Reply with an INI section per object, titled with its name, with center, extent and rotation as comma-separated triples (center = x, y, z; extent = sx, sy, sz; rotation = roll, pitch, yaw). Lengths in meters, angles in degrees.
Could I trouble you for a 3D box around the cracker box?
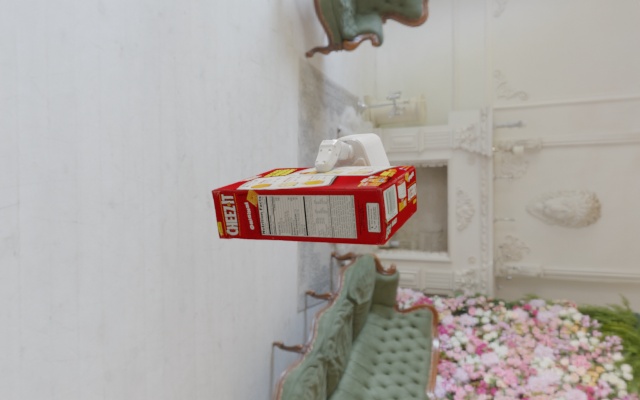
[cracker box]
center = 0.000, 0.002, 0.606
extent = 0.213, 0.072, 0.164
rotation = 0, 12, 24
